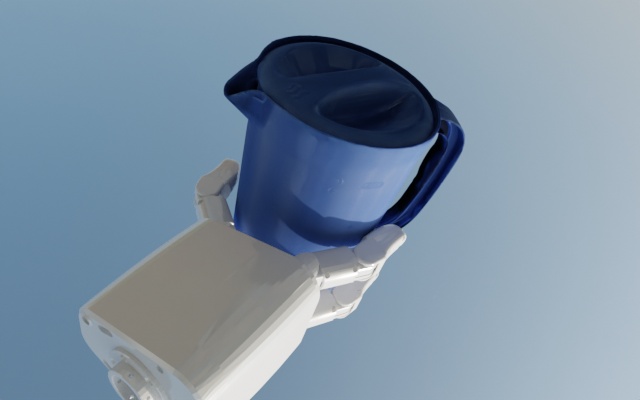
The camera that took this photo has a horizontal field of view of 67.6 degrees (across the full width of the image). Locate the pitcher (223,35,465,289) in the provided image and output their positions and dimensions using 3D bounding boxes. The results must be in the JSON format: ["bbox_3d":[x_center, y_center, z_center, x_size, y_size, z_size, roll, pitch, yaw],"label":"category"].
[{"bbox_3d":[0.000,0.001,0.405,0.149,0.243,0.145,35,44,14],"label":"pitcher"}]
